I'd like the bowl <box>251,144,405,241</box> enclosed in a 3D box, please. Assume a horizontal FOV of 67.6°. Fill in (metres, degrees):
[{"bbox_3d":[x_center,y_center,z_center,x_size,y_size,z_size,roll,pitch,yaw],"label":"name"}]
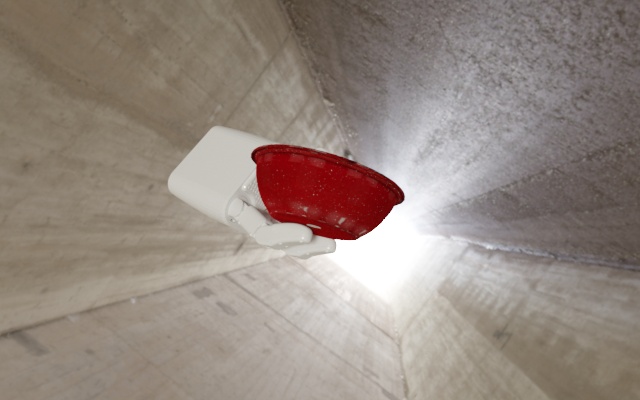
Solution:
[{"bbox_3d":[0.001,0.002,0.479,0.162,0.055,0.162,15,-13,4],"label":"bowl"}]
